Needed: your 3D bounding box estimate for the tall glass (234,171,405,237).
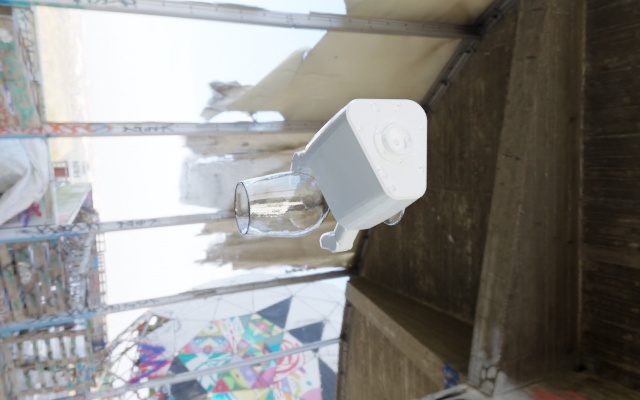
[{"bbox_3d":[0.001,0.002,0.585,0.201,0.079,0.079,-4,2,-24],"label":"tall glass"}]
